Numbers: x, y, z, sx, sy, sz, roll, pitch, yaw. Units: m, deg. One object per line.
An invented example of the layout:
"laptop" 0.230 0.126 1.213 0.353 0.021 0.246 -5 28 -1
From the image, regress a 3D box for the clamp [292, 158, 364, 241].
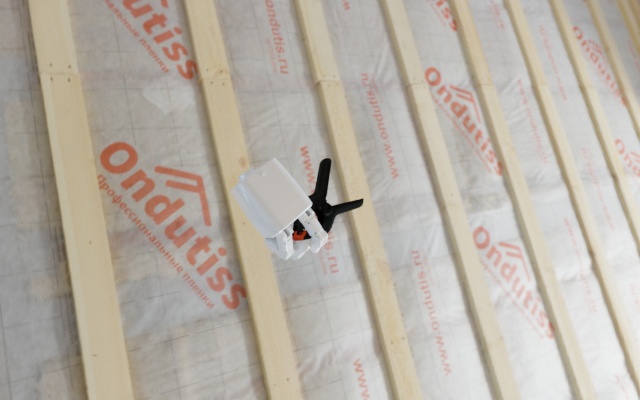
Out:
"clamp" 0.000 0.003 0.893 0.171 0.120 0.039 -41 9 -34
